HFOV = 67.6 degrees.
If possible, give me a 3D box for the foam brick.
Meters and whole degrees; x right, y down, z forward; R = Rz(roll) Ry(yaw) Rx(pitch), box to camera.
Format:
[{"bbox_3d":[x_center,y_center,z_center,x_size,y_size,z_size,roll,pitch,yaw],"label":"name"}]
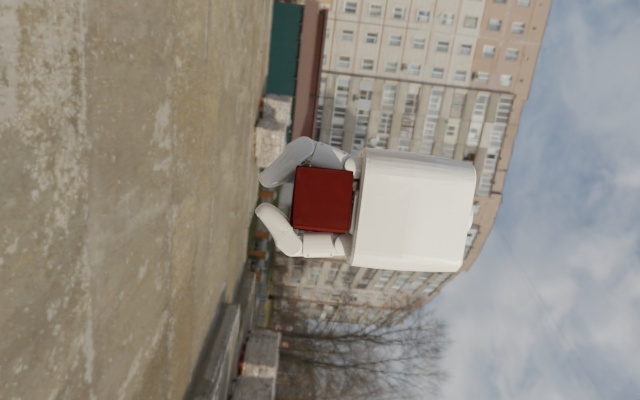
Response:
[{"bbox_3d":[0.000,0.002,0.440,0.051,0.053,0.078,6,-6,-2],"label":"foam brick"}]
